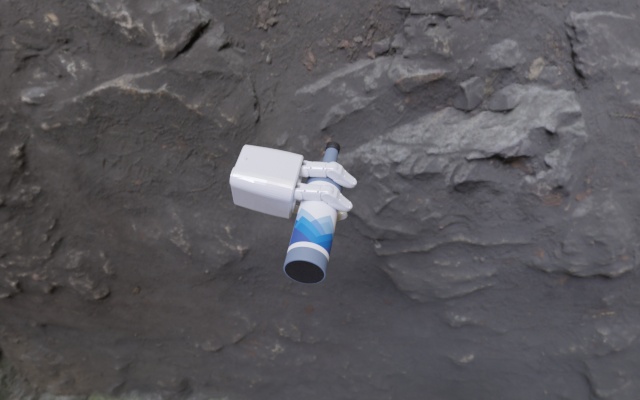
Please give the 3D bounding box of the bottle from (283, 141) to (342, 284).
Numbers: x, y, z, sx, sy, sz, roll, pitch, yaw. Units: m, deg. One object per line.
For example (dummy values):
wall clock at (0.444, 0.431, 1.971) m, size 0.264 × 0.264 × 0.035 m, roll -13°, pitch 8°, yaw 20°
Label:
bottle at (0.000, 0.003, 0.829) m, size 0.069 × 0.295 × 0.069 m, roll 7°, pitch -42°, yaw 6°
